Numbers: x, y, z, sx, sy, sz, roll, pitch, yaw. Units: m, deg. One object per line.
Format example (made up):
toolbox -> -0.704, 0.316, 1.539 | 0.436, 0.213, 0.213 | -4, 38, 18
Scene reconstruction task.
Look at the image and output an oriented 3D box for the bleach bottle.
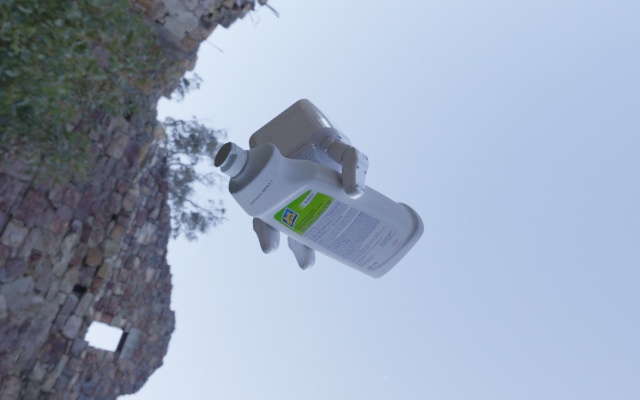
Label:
bleach bottle -> 0.000, 0.002, 0.530 | 0.251, 0.102, 0.068 | 31, 16, -34
